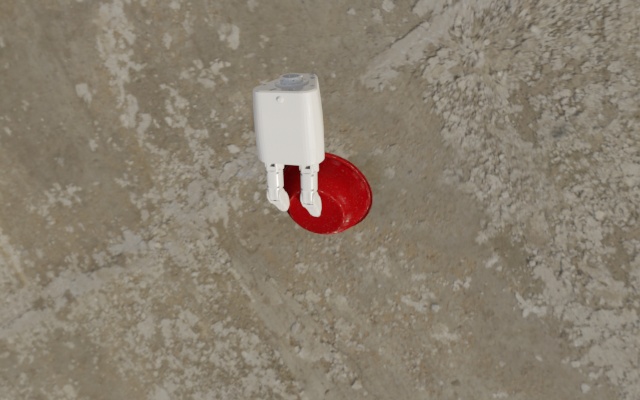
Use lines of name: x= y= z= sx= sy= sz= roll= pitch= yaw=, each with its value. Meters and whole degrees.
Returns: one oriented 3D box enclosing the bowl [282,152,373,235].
bowl: x=0.000 y=0.004 z=0.774 sx=0.162 sy=0.162 sz=0.055 roll=0 pitch=38 yaw=20
